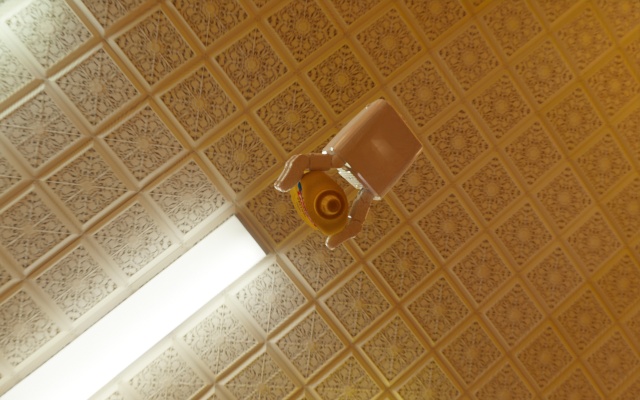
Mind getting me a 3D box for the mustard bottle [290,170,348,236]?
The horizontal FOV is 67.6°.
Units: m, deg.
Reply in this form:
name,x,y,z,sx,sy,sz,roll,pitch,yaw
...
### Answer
name,x,y,z,sx,sy,sz,roll,pitch,yaw
mustard bottle,0.000,0.002,0.694,0.058,0.096,0.191,-23,6,-9
